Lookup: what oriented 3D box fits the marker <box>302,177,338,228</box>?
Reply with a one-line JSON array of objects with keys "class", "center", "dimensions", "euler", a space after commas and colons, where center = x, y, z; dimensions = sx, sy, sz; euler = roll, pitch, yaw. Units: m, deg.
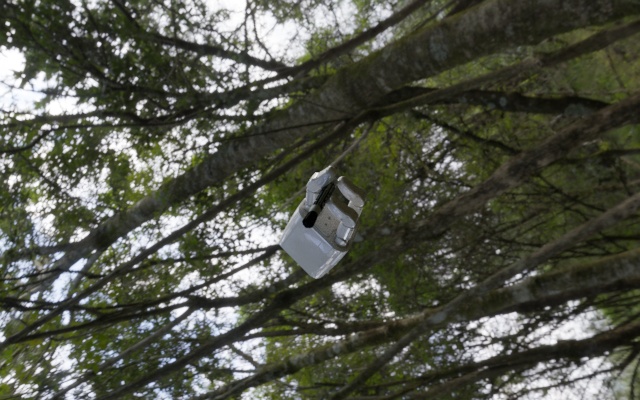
[{"class": "marker", "center": [0.000, 0.002, 0.752], "dimensions": [0.020, 0.020, 0.121], "euler": [0, 36, 25]}]
